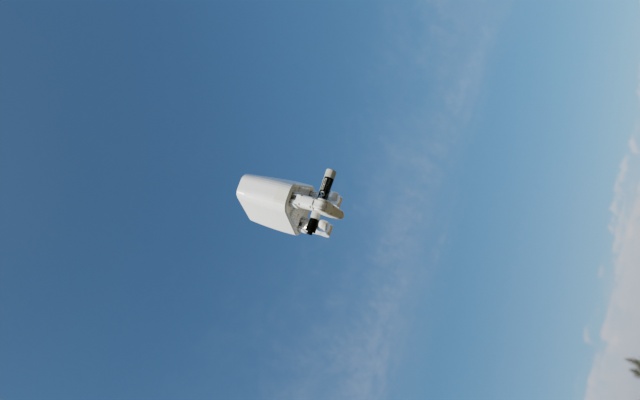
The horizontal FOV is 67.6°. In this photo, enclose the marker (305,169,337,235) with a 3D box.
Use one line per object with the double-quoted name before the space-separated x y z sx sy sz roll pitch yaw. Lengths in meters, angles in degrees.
"marker" 0.000 0.003 0.830 0.020 0.121 0.020 18 -13 5
